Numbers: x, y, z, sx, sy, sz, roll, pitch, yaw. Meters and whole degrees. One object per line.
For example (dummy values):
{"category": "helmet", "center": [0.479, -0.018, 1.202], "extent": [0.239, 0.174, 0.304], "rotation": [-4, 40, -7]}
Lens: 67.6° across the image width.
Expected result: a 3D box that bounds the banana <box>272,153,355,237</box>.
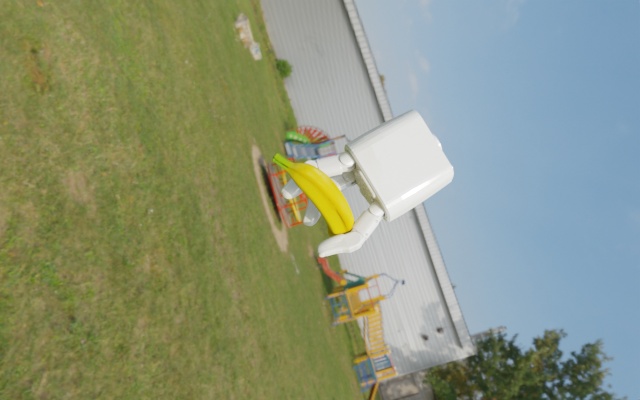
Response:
{"category": "banana", "center": [0.010, 0.008, 0.610], "extent": [0.069, 0.037, 0.198], "rotation": [36, -14, 41]}
